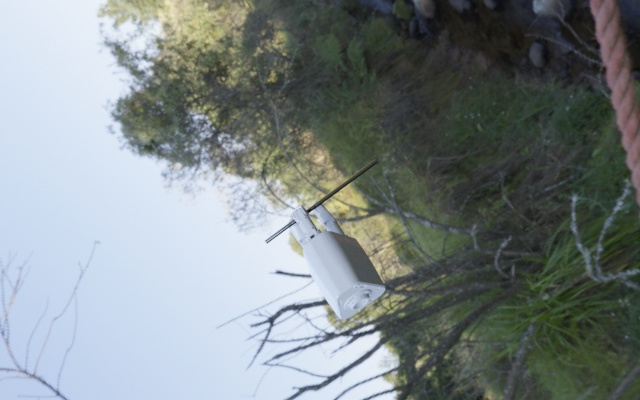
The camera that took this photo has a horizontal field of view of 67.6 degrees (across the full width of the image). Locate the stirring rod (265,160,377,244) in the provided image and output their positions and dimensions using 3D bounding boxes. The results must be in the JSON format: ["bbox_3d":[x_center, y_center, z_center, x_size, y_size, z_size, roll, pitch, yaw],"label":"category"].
[{"bbox_3d":[0.000,0.003,0.837,0.239,0.011,0.011,-36,-3,4],"label":"stirring rod"}]
